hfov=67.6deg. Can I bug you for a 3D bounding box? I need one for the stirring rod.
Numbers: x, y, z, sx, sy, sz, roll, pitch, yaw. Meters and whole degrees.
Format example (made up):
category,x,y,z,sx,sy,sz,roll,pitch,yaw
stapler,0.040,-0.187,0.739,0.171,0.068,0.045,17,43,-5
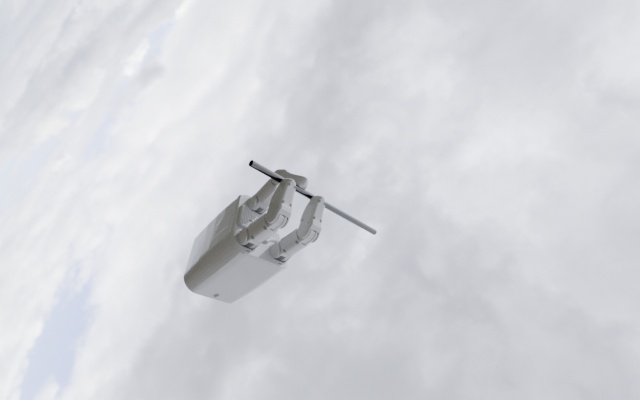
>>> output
category,x,y,z,sx,sy,sz,roll,pitch,yaw
stirring rod,0.000,0.002,0.624,0.011,0.011,0.240,0,-22,45
